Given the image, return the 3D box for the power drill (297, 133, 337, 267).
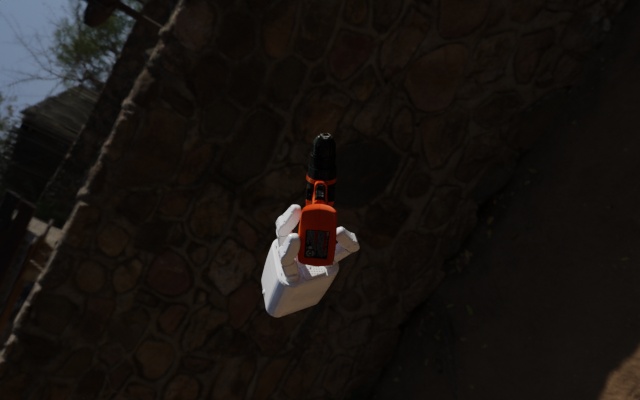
[{"bbox_3d":[0.000,0.003,0.773,0.057,0.184,0.187,3,27,2],"label":"power drill"}]
